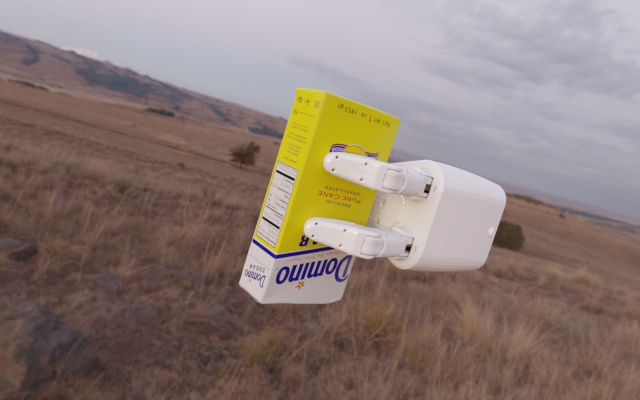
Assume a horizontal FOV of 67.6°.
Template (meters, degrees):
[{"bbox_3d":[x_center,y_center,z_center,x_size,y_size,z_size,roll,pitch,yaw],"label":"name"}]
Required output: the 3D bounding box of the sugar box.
[{"bbox_3d":[0.001,0.001,0.410,0.093,0.176,0.048,9,10,-41],"label":"sugar box"}]
